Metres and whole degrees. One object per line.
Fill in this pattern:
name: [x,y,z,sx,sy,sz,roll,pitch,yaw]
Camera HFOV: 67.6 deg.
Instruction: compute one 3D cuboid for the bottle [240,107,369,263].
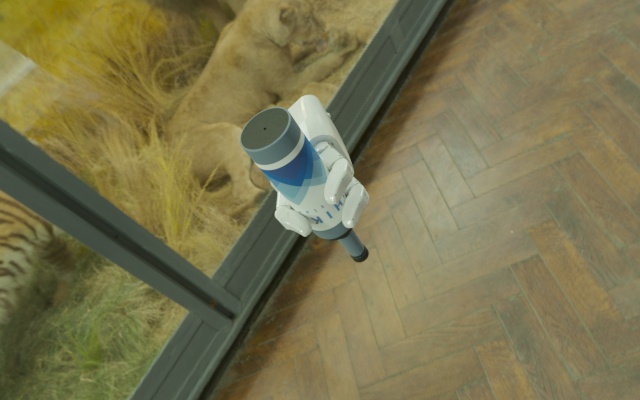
bottle: [0.000,0.002,0.638,0.069,0.069,0.296,0,-34,31]
